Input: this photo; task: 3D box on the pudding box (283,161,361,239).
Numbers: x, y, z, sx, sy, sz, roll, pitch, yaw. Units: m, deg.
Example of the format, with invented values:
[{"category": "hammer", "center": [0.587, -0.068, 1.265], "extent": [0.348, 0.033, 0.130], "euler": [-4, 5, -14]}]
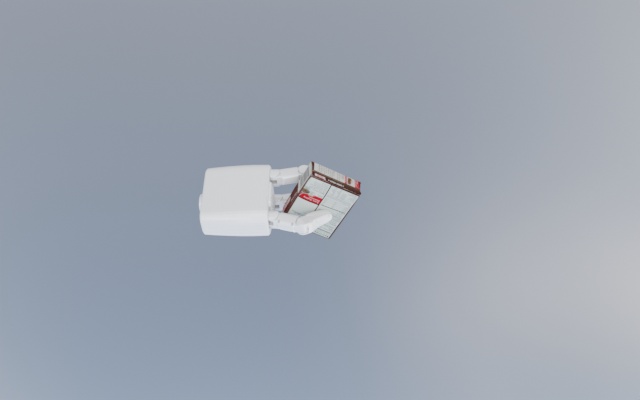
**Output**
[{"category": "pudding box", "center": [0.000, 0.003, 0.767], "extent": [0.090, 0.039, 0.113], "euler": [22, -51, -16]}]
